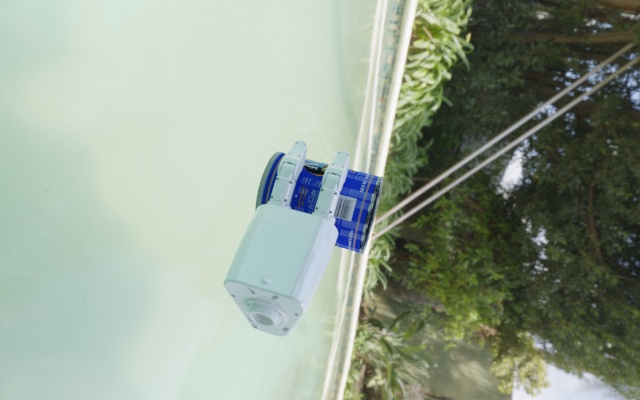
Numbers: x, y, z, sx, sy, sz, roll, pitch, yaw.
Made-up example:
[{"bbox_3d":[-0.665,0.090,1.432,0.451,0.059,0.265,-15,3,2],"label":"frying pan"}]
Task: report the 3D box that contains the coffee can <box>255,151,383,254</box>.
[{"bbox_3d":[0.000,0.002,0.618,0.140,0.103,0.103,14,2,10],"label":"coffee can"}]
